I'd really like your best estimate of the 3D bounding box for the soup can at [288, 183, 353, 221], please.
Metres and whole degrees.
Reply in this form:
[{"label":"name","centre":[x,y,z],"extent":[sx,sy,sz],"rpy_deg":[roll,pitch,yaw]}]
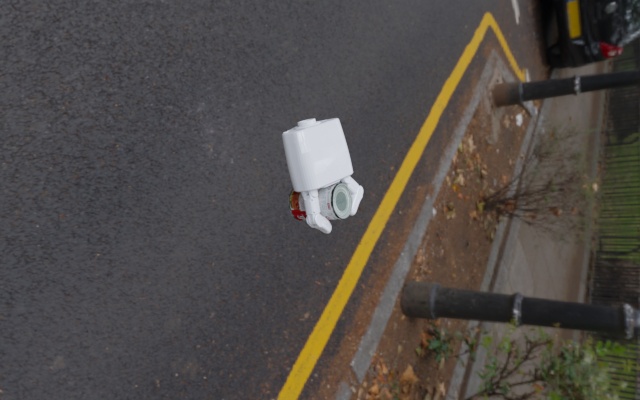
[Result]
[{"label":"soup can","centre":[0.000,0.003,0.890],"extent":[0.102,0.068,0.068],"rpy_deg":[-3,-2,36]}]
